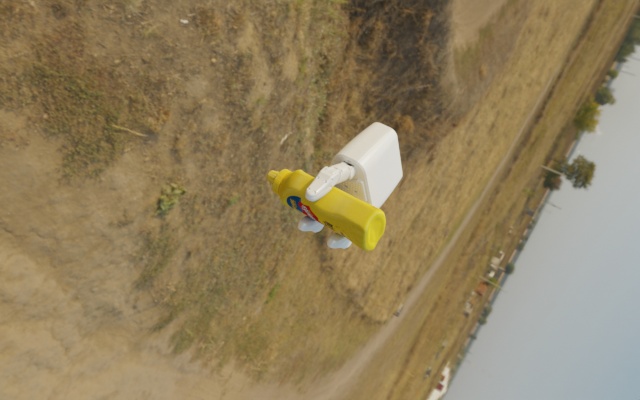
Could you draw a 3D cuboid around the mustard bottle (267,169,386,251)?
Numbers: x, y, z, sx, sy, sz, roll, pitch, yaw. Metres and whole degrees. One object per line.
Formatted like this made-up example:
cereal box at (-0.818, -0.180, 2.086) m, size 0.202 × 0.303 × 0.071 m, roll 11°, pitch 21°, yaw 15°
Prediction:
mustard bottle at (0.000, 0.003, 0.701) m, size 0.191 × 0.058 × 0.096 m, roll 29°, pitch -12°, yaw 22°
